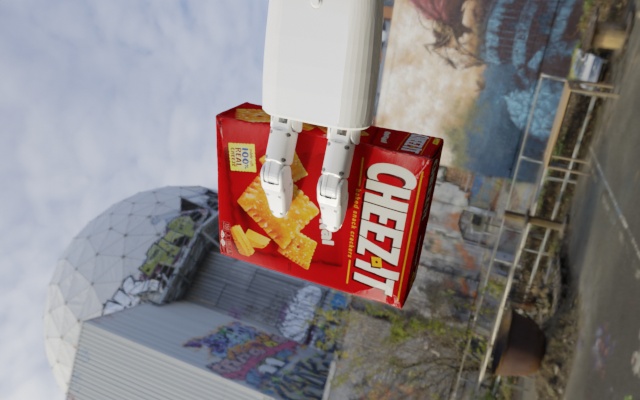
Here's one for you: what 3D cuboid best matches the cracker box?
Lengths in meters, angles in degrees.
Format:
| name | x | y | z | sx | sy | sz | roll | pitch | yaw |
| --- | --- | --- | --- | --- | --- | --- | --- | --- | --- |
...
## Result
| name | x | y | z | sx | sy | sz | roll | pitch | yaw |
| --- | --- | --- | --- | --- | --- | --- | --- | --- | --- |
| cracker box | 0.000 | 0.001 | 0.489 | 0.213 | 0.164 | 0.072 | 14 | 28 | 18 |
